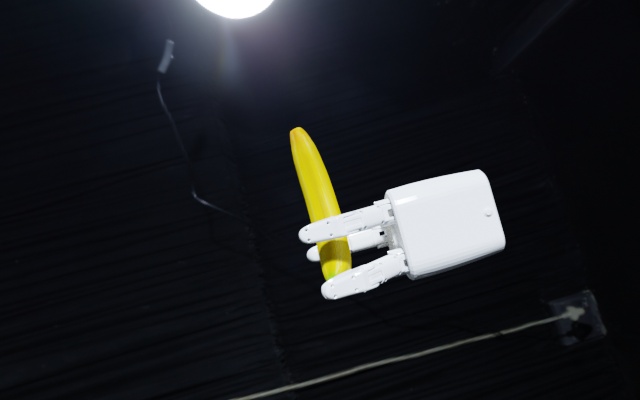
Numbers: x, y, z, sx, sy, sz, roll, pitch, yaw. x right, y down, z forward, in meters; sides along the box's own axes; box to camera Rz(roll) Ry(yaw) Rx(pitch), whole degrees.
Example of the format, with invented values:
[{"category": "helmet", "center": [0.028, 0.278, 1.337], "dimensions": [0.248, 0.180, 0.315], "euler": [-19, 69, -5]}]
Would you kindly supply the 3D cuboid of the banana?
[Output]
[{"category": "banana", "center": [0.003, 0.012, 0.542], "dimensions": [0.037, 0.197, 0.070], "euler": [-16, -23, 1]}]
